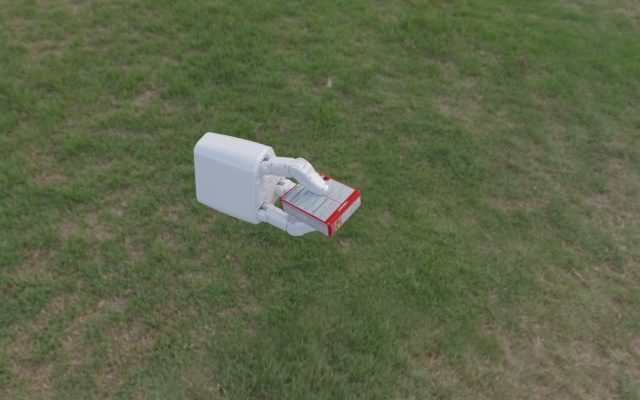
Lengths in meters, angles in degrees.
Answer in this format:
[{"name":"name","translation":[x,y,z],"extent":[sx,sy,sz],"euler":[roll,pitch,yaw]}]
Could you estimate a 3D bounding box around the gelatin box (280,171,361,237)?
[{"name":"gelatin box","translation":[0.000,0.002,0.662],"extent":[0.089,0.030,0.073],"euler":[26,54,30]}]
